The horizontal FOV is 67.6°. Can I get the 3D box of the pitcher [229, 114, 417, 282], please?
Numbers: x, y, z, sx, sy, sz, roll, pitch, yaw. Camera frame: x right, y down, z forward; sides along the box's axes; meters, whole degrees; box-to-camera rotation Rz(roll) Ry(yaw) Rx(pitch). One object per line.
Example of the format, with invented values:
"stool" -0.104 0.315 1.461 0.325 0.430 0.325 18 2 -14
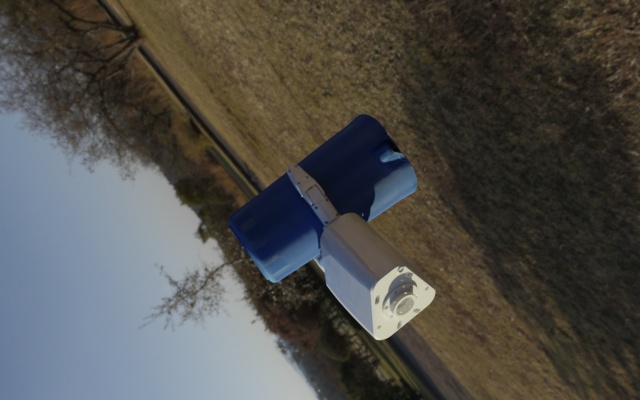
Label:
"pitcher" 0.000 0.002 0.665 0.243 0.149 0.145 -36 43 -10
